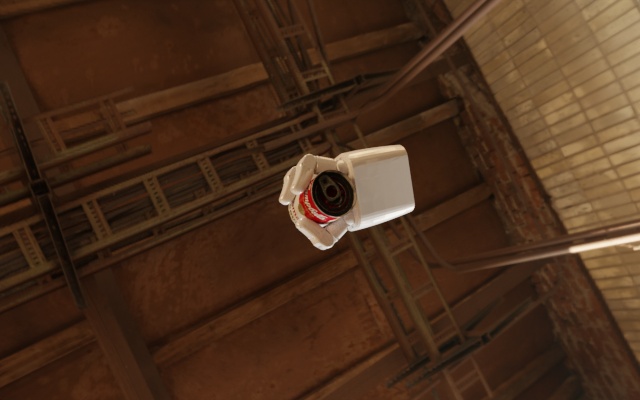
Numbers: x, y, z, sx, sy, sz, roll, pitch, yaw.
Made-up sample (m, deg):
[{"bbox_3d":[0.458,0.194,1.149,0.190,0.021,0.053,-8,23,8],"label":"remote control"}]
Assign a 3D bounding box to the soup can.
[{"bbox_3d":[0.000,0.003,0.694,0.068,0.068,0.102,0,-14,-23],"label":"soup can"}]
